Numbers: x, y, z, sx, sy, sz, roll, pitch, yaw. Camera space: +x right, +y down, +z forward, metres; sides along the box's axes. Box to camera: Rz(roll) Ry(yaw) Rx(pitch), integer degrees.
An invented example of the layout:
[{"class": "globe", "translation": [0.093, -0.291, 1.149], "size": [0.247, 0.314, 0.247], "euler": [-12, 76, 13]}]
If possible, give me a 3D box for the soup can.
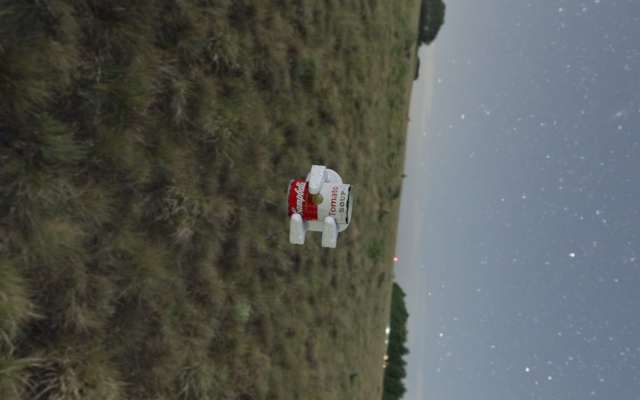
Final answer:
[{"class": "soup can", "translation": [0.000, 0.003, 0.800], "size": [0.102, 0.068, 0.068], "euler": [5, 1, 9]}]
